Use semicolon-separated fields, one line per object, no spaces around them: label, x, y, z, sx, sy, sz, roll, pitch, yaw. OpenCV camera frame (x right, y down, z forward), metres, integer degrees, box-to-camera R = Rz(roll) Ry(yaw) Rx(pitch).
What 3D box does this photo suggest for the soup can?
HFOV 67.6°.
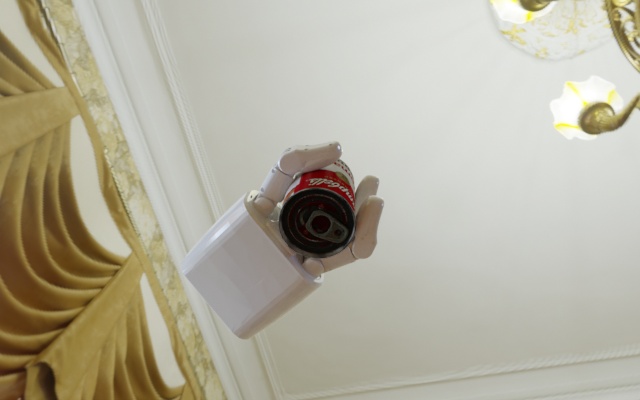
soup can;0.000;0.001;0.459;0.068;0.068;0.102;0;23;4
